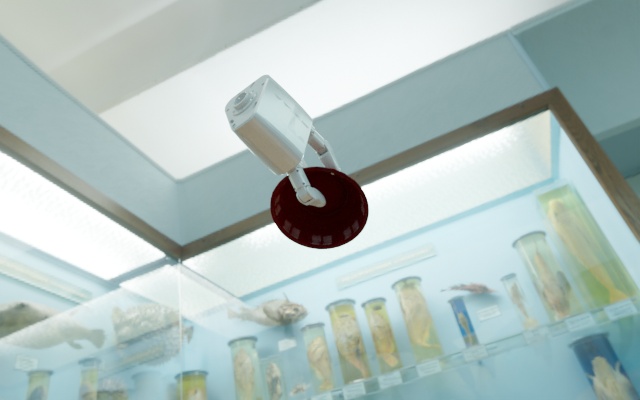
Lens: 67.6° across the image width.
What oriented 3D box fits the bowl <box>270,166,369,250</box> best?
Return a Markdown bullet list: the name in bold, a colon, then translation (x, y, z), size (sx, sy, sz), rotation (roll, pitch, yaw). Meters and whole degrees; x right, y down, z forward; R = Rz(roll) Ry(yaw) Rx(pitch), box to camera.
- **bowl**: translation (0.001, 0.003, 0.796), size (0.162, 0.162, 0.055), rotation (0, 33, 6)
